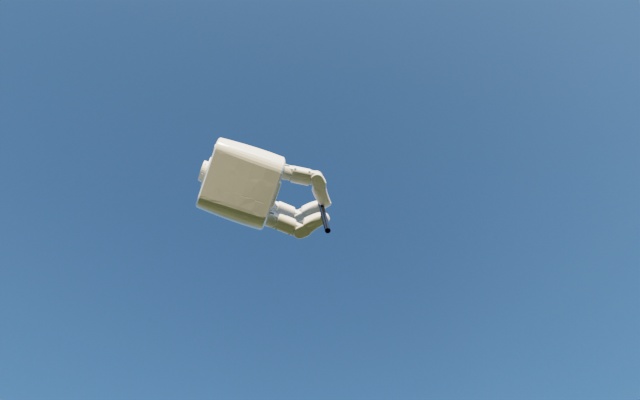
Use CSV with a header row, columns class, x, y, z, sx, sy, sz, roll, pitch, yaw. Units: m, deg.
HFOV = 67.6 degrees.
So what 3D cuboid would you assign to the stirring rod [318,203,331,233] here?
class,x,y,z,sx,sy,sz,roll,pitch,yaw
stirring rod,0.000,0.003,0.771,0.011,0.011,0.239,0,19,-5
